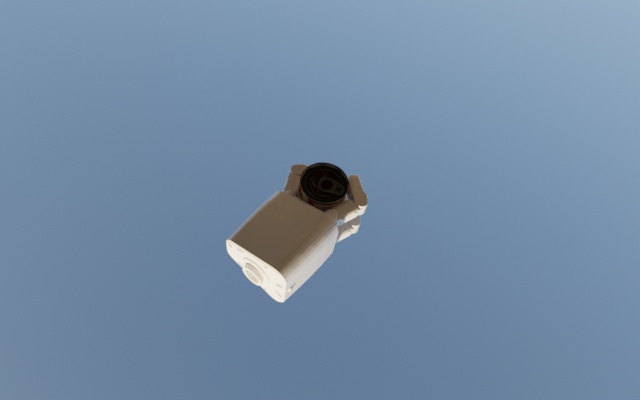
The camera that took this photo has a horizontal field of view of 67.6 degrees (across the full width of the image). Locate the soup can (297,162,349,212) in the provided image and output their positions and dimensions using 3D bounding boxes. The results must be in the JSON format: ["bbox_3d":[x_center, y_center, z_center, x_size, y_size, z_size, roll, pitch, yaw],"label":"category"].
[{"bbox_3d":[0.000,0.002,0.691,0.068,0.068,0.102,0,-32,-7],"label":"soup can"}]
